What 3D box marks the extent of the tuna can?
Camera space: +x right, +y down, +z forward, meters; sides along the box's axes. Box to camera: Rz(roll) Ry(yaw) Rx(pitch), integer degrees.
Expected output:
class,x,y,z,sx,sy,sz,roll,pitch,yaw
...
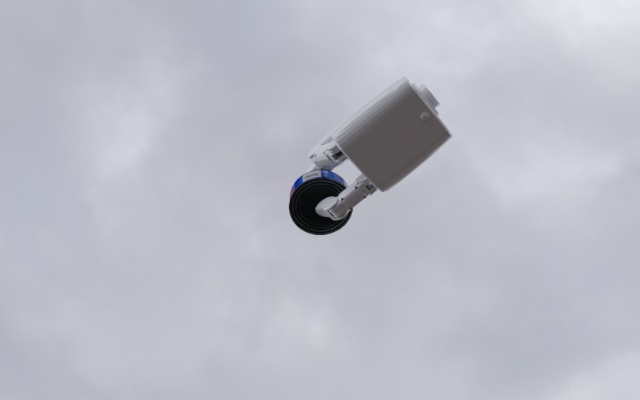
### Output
class,x,y,z,sx,sy,sz,roll,pitch,yaw
tuna can,0.000,0.002,0.646,0.086,0.086,0.033,0,27,-3
